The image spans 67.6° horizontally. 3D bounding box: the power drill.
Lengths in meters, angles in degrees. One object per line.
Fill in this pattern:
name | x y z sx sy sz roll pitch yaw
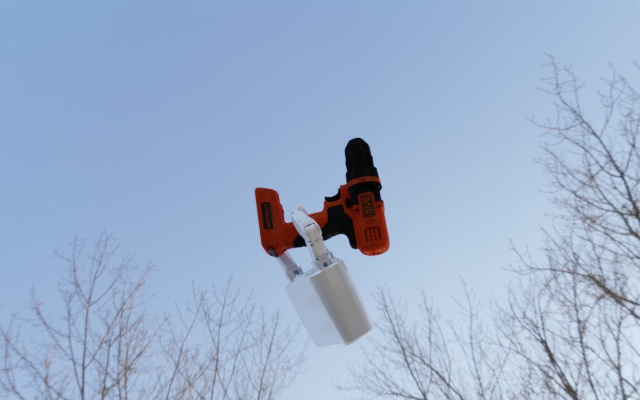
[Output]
power drill | 0.000 0.003 0.710 0.187 0.184 0.057 -11 -21 5
